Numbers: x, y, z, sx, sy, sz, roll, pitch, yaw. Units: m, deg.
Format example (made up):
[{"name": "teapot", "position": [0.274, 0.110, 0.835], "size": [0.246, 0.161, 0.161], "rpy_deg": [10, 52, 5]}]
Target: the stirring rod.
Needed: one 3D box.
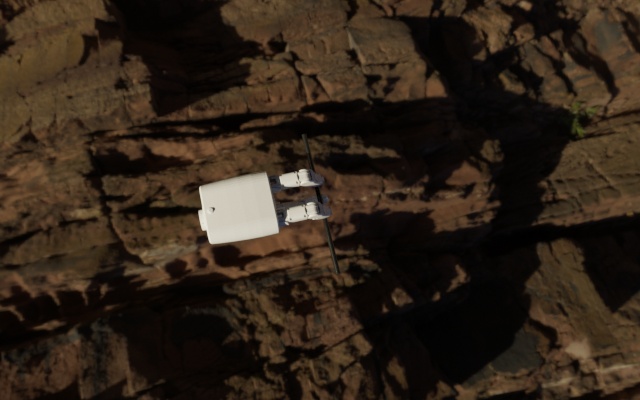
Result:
[{"name": "stirring rod", "position": [0.000, 0.002, 0.781], "size": [0.011, 0.239, 0.011], "rpy_deg": [-13, -13, -3]}]
